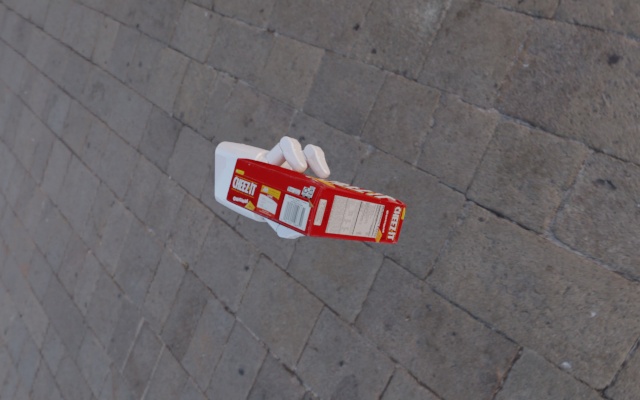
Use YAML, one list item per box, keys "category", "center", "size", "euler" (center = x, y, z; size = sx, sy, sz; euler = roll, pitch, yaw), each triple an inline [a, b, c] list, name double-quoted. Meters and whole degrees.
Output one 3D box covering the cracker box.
- category: "cracker box"
  center: [0.000, 0.002, 0.692]
  size: [0.164, 0.072, 0.214]
  euler: [20, 6, 39]
